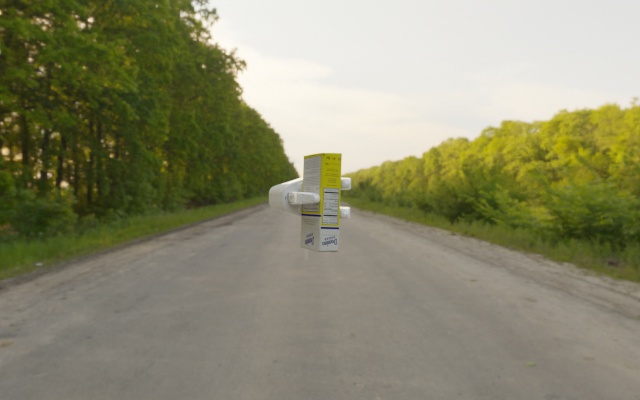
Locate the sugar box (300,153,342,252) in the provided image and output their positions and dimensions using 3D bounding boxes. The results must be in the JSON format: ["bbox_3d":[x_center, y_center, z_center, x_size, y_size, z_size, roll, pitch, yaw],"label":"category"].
[{"bbox_3d":[0.001,0.003,0.877,0.048,0.176,0.093,0,1,-24],"label":"sugar box"}]
